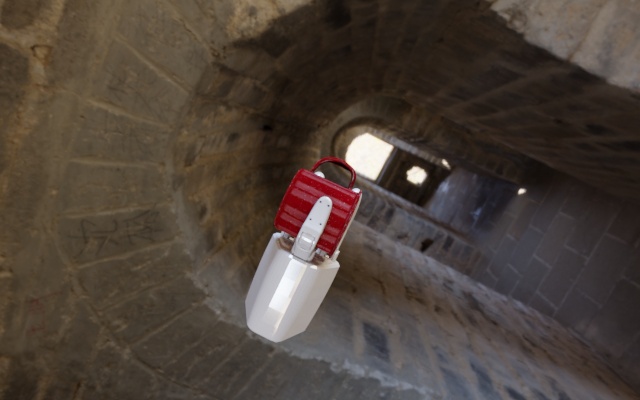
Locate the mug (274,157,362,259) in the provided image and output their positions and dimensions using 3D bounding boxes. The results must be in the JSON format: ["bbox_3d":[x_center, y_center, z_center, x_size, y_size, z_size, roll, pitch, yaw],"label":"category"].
[{"bbox_3d":[0.001,0.001,0.588,0.081,0.117,0.093,25,3,1],"label":"mug"}]
